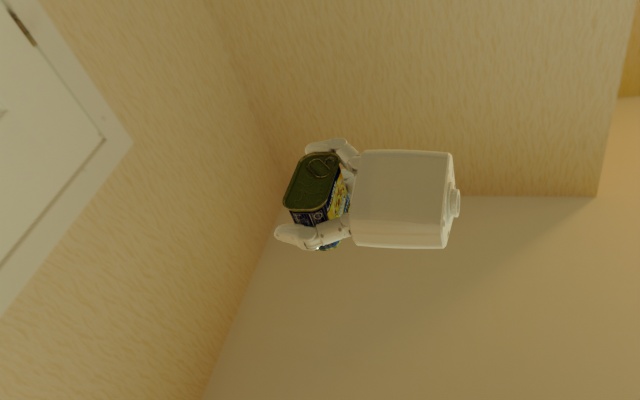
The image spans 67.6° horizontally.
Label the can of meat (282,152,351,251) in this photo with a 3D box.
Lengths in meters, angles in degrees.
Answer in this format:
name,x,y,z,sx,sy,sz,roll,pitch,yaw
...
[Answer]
name,x,y,z,sx,sy,sz,roll,pitch,yaw
can of meat,0.000,0.002,0.616,0.057,0.102,0.084,0,-43,21
